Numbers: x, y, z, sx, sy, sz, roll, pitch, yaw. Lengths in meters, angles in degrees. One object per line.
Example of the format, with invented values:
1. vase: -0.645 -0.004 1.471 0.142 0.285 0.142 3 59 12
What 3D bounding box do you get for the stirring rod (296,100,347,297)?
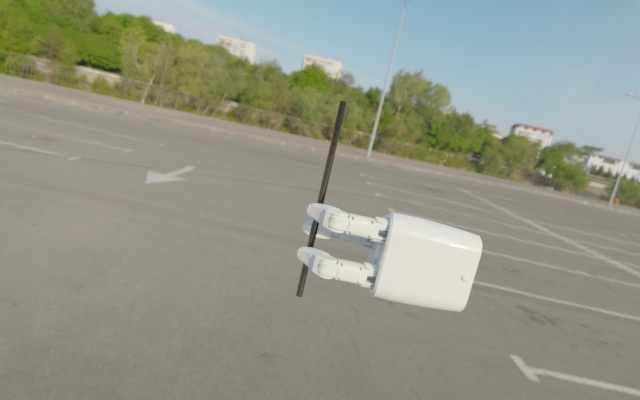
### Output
1. stirring rod: 0.000 0.002 0.567 0.011 0.239 0.011 13 10 -2
